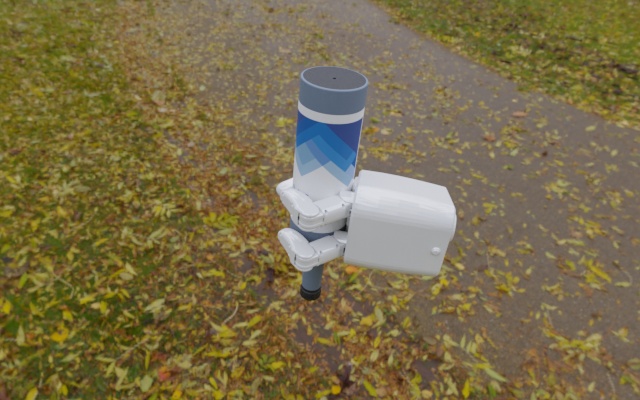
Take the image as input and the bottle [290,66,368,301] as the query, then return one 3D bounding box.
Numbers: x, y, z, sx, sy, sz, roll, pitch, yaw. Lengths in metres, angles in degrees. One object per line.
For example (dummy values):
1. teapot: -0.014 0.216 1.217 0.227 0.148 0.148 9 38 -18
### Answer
1. bottle: 0.000 0.002 0.545 0.069 0.296 0.069 4 35 -3
